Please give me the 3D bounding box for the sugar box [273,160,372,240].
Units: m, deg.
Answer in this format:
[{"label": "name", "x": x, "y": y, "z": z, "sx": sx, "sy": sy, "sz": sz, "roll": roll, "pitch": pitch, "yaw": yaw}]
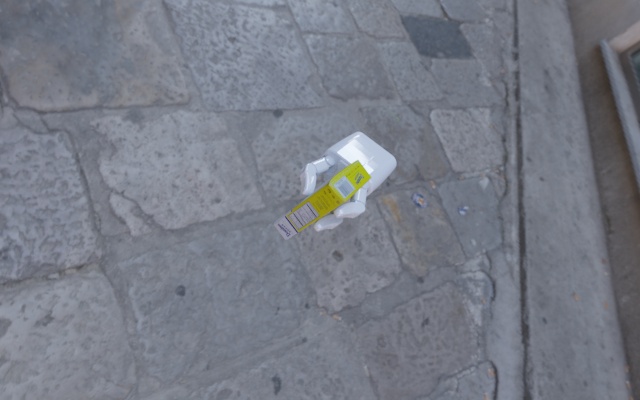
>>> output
[{"label": "sugar box", "x": 0.001, "y": 0.003, "z": 0.827, "sx": 0.093, "sy": 0.048, "sz": 0.176, "roll": -39, "pitch": 0, "yaw": -44}]
